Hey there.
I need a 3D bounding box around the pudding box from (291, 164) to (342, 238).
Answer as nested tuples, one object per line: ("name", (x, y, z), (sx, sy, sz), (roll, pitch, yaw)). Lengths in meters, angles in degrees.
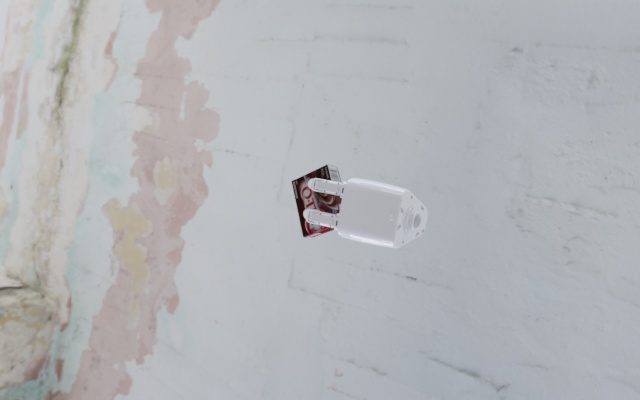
("pudding box", (0.000, 0.003, 0.867), (0.090, 0.113, 0.039), (-22, -19, 34))
